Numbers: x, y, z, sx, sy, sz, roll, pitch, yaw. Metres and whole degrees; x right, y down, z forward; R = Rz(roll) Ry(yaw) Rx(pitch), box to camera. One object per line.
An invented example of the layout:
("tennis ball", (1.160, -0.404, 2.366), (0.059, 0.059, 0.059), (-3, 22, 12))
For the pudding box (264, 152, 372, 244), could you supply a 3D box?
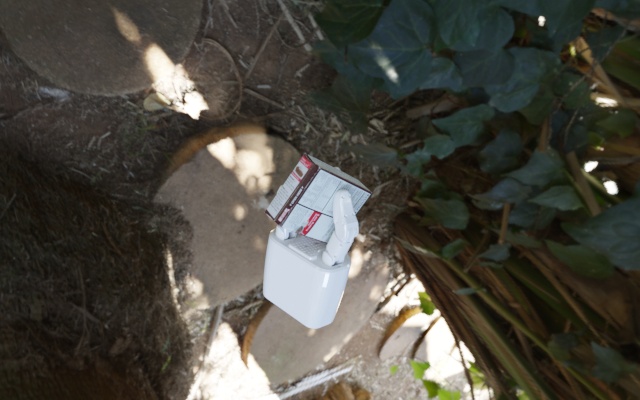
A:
("pudding box", (0.000, 0.002, 0.597), (0.113, 0.090, 0.039), (22, 16, -49))
